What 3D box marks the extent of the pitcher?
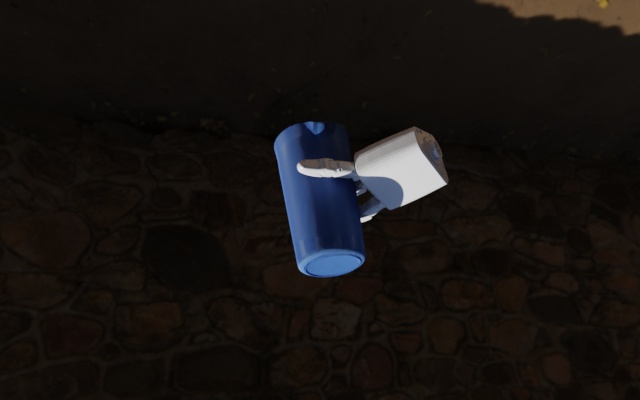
[{"bbox_3d":[0.000,0.003,0.802,0.145,0.242,0.149,-25,-32,26],"label":"pitcher"}]
